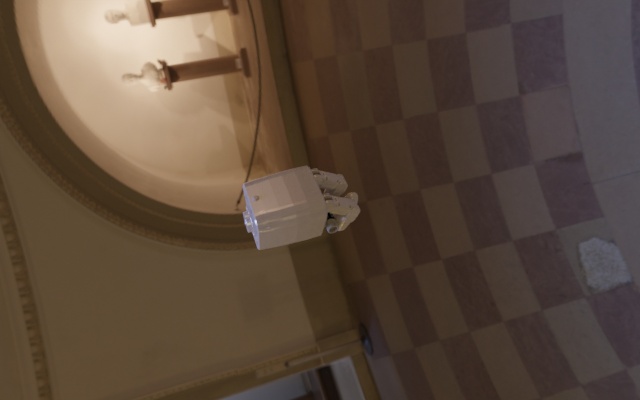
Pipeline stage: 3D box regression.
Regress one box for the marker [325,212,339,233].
[{"bbox_3d":[0.000,0.003,0.775,0.020,0.121,0.020,-15,-40,-13],"label":"marker"}]
